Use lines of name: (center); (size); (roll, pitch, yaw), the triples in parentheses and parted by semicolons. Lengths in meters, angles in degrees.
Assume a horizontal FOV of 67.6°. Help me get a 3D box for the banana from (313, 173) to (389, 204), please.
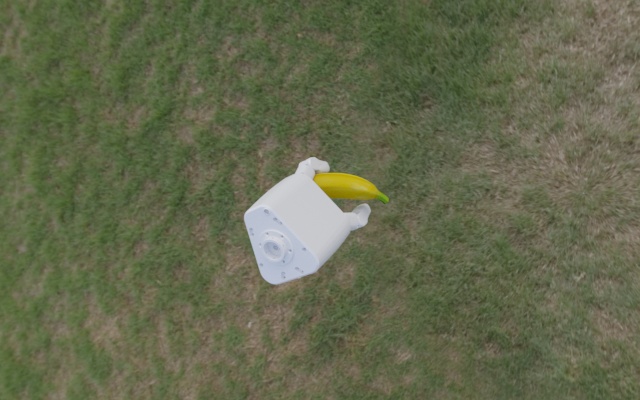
banana: (-0.002, -0.011, 0.717); (0.198, 0.070, 0.037); (-1, 44, 21)
